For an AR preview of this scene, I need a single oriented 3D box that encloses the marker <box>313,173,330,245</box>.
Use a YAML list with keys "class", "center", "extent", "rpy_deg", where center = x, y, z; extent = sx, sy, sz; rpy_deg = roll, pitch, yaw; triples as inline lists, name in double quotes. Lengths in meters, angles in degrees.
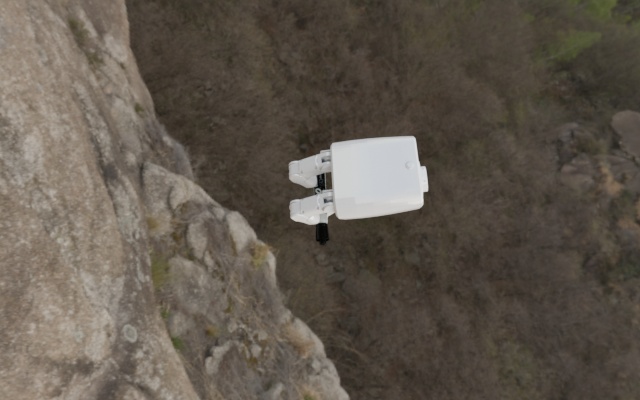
- class: "marker"
  center: [0.000, 0.002, 0.665]
  extent: [0.020, 0.121, 0.020]
  rpy_deg: [-3, -19, -1]
